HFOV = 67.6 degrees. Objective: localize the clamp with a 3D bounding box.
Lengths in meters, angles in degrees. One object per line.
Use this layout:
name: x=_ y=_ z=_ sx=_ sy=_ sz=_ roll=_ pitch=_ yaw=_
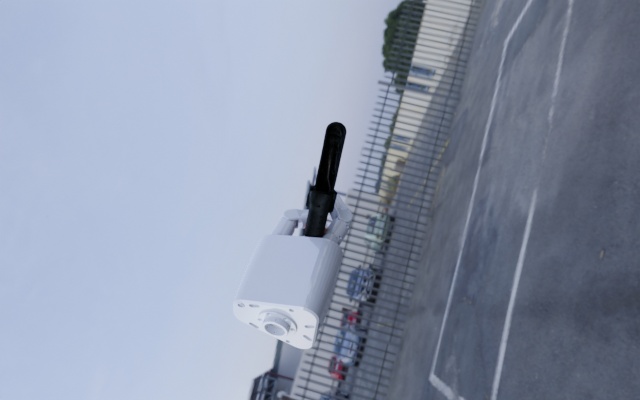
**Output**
clamp: x=-0.001 y=0.002 z=0.588 sx=0.039 sy=0.172 sz=0.120 roll=15 pitch=45 yaw=7
